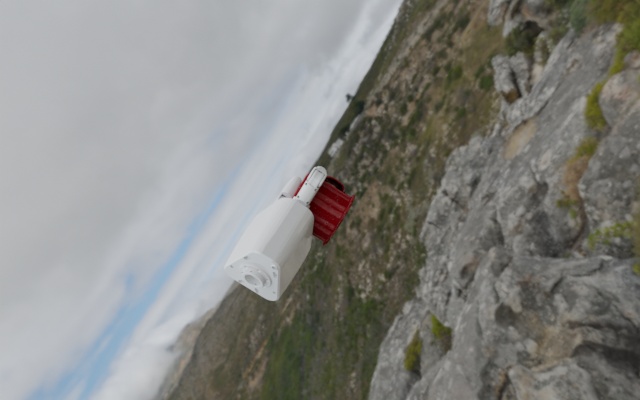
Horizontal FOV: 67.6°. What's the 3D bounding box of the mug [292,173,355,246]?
[{"bbox_3d":[0.001,0.001,0.755,0.081,0.117,0.093,32,-40,-2],"label":"mug"}]
